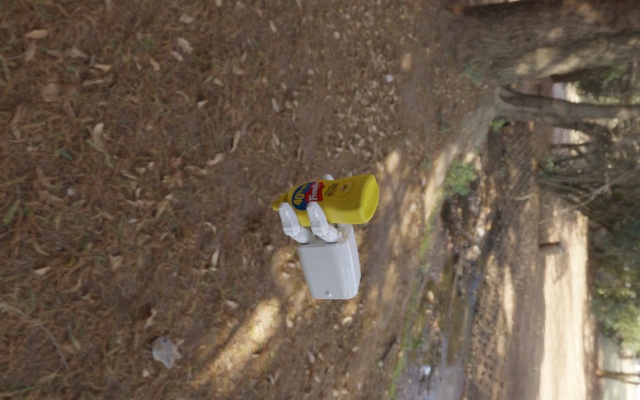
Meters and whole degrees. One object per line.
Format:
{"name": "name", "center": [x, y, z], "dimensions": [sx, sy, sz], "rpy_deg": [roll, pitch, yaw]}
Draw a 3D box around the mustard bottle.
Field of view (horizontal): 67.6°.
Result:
{"name": "mustard bottle", "center": [0.000, 0.002, 0.828], "dimensions": [0.191, 0.058, 0.096], "rpy_deg": [-5, 40, 29]}
